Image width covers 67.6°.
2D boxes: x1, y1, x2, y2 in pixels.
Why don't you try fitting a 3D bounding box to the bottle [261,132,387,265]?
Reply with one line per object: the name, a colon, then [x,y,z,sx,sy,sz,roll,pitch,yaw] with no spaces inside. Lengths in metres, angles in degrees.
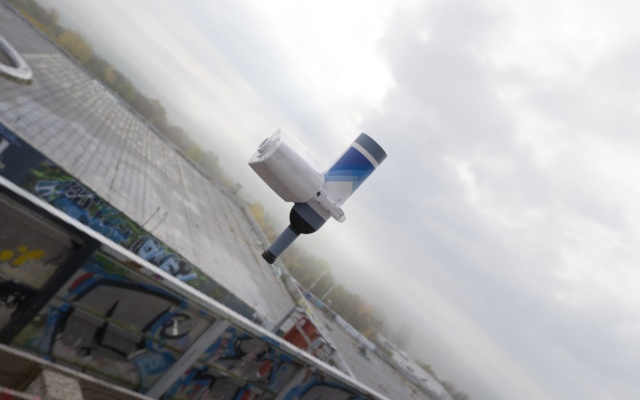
bottle: [0.000,0.003,0.888,0.069,0.295,0.069,43,-1,1]
